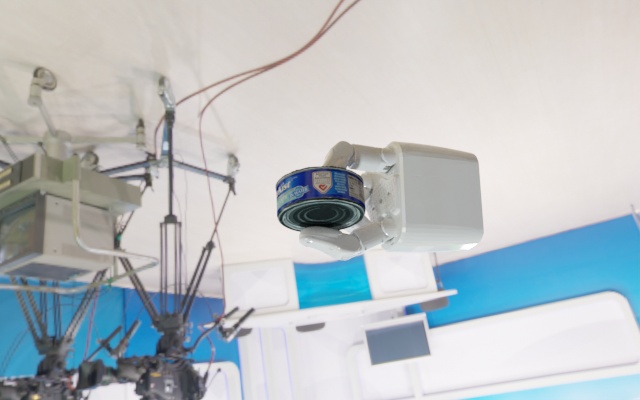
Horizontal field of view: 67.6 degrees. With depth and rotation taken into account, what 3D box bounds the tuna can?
[{"bbox_3d":[0.000,0.002,0.456,0.086,0.033,0.086,-3,-24,-1],"label":"tuna can"}]
